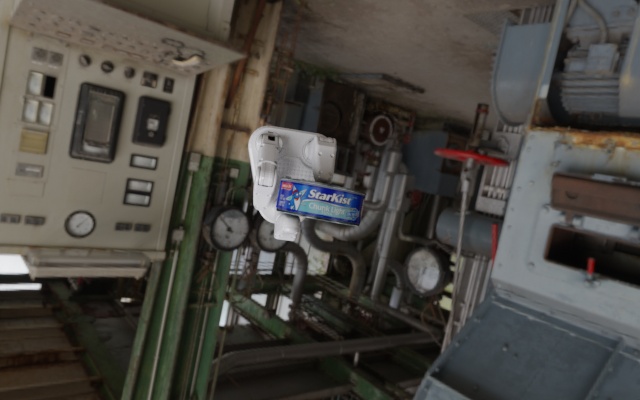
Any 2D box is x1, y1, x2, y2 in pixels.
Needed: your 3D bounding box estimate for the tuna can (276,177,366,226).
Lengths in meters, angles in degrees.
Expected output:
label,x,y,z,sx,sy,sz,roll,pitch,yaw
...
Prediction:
label,x,y,z,sx,sy,sz,roll,pitch,yaw
tuna can,0.000,0.002,0.469,0.086,0.034,0.086,11,-1,0
